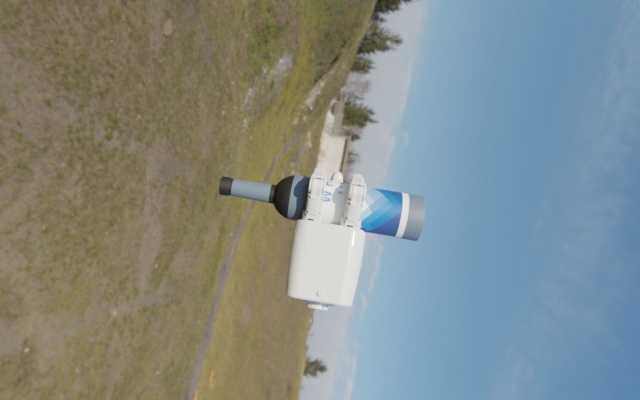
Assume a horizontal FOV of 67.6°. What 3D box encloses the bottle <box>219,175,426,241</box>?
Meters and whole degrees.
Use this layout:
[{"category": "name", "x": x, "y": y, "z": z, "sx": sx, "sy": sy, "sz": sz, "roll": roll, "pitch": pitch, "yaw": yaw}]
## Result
[{"category": "bottle", "x": 0.000, "y": 0.002, "z": 0.698, "sx": 0.296, "sy": 0.069, "sz": 0.069, "roll": 10, "pitch": 0, "yaw": 0}]
